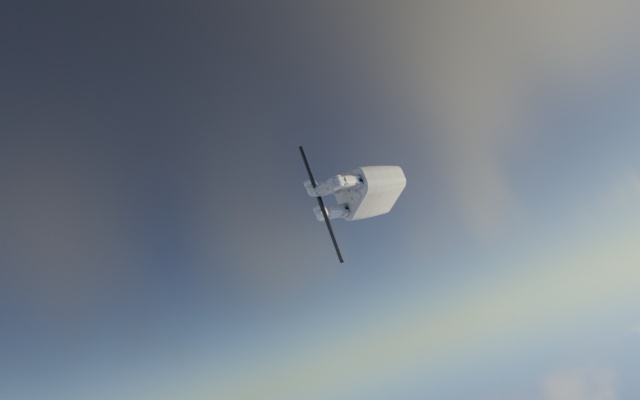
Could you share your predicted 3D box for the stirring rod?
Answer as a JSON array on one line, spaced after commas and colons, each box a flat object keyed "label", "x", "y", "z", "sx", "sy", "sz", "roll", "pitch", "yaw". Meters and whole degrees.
[{"label": "stirring rod", "x": 0.000, "y": 0.003, "z": 0.890, "sx": 0.011, "sy": 0.239, "sz": 0.011, "roll": -18, "pitch": -19, "yaw": -6}]
